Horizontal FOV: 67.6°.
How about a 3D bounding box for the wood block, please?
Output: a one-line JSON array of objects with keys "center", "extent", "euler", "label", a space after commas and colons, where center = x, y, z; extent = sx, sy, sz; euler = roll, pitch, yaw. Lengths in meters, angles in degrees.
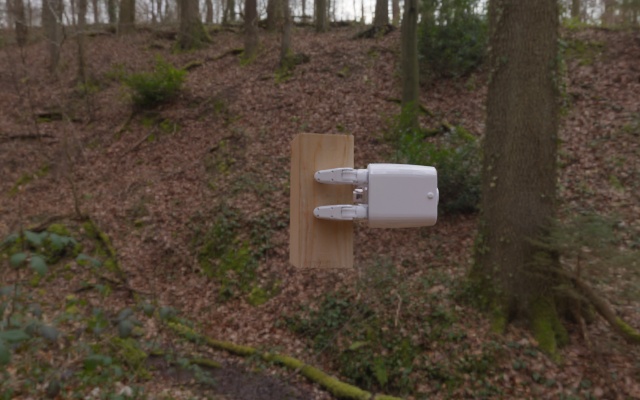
[{"center": [0.000, 0.002, 0.772], "extent": [0.090, 0.206, 0.091], "euler": [1, -2, -11], "label": "wood block"}]
